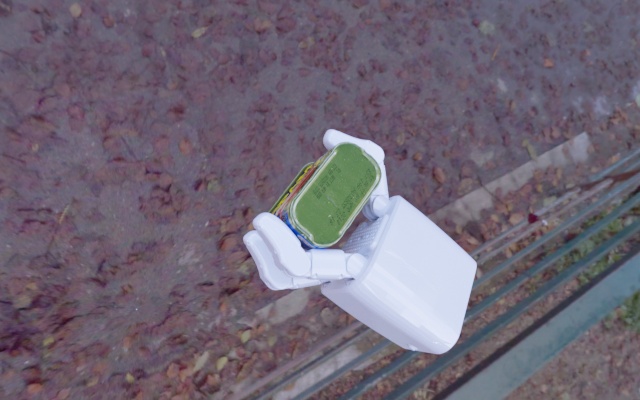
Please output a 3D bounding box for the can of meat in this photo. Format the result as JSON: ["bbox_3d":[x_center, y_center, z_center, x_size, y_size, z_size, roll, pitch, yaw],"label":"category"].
[{"bbox_3d":[0.000,0.001,0.435,0.057,0.102,0.084,40,-23,-9],"label":"can of meat"}]
